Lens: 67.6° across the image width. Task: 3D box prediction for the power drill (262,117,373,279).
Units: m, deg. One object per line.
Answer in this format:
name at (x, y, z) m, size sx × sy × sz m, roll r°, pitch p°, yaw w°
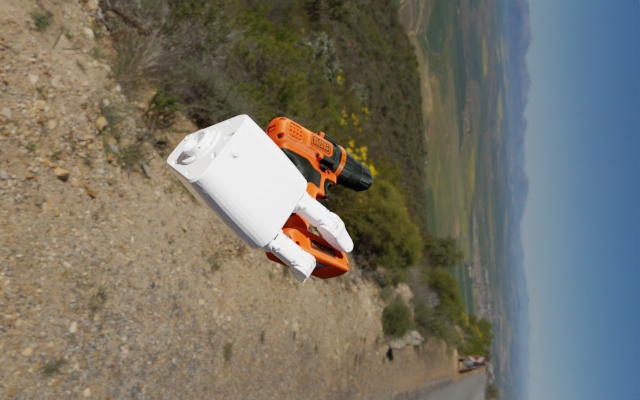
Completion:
power drill at (0.000, 0.002, 0.623) m, size 0.184 × 0.187 × 0.057 m, roll 24°, pitch -36°, yaw -34°
